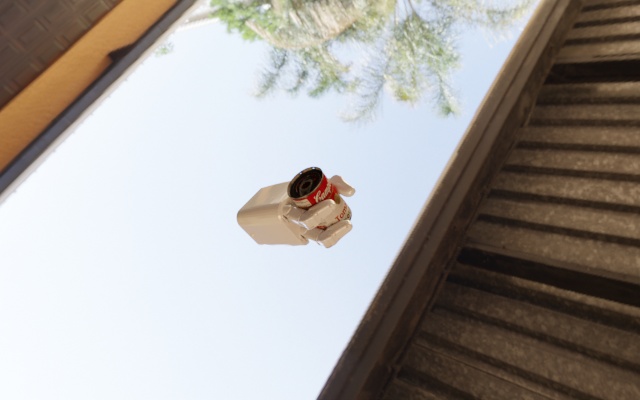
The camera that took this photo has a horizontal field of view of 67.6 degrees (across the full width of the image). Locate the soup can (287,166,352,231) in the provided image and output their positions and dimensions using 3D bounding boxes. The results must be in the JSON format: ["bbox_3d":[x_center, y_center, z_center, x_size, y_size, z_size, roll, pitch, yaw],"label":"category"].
[{"bbox_3d":[0.001,0.003,0.791,0.068,0.068,0.102,0,-39,41],"label":"soup can"}]
